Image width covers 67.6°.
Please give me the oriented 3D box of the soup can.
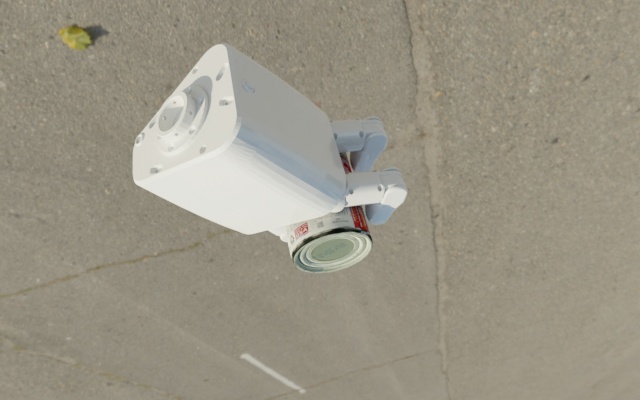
[{"bbox_3d":[0.000,0.002,0.406,0.068,0.102,0.069,-10,-33,-7],"label":"soup can"}]
